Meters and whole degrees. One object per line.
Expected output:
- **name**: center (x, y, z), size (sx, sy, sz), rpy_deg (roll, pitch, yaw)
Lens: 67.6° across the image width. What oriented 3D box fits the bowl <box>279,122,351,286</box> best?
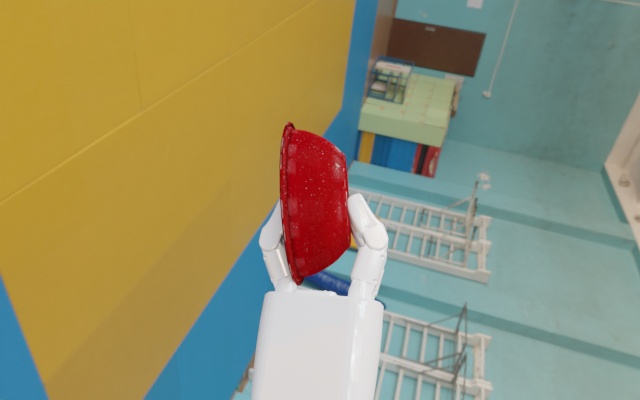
- **bowl**: center (0.000, 0.000, 0.474), size (0.055, 0.162, 0.162), rpy_deg (-4, 0, 5)
